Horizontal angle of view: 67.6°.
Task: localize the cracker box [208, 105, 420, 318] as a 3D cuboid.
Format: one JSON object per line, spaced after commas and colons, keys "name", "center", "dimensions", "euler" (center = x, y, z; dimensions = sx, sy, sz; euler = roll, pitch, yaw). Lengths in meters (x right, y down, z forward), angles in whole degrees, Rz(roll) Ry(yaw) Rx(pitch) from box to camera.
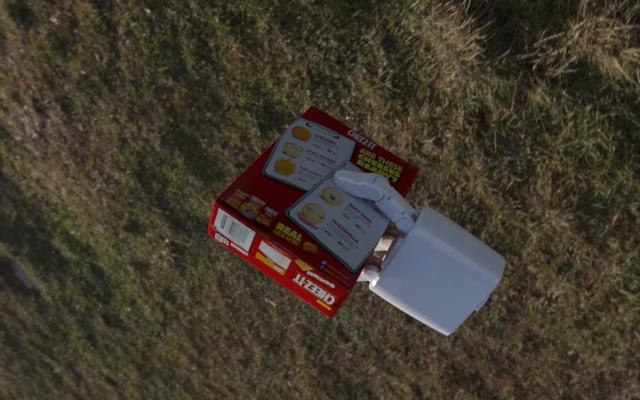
{"name": "cracker box", "center": [0.000, 0.002, 0.554], "dimensions": [0.164, 0.072, 0.213], "euler": [32, 47, 5]}
